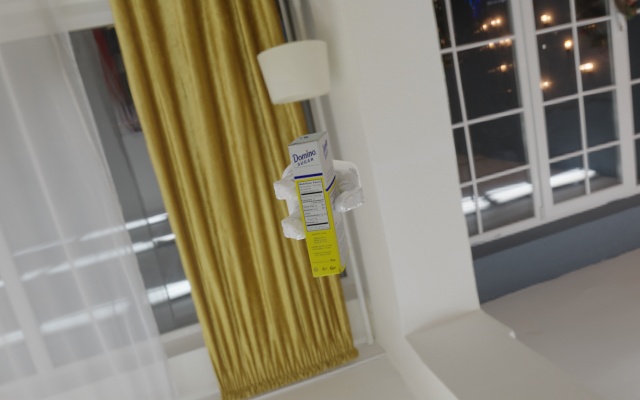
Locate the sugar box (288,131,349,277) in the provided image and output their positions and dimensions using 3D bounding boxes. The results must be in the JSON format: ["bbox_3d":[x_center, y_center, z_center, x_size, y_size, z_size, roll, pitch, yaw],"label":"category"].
[{"bbox_3d":[0.000,0.002,0.634,0.048,0.176,0.093,-10,13,11],"label":"sugar box"}]
